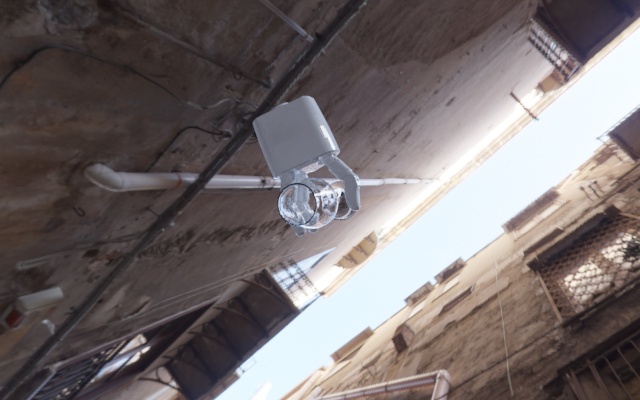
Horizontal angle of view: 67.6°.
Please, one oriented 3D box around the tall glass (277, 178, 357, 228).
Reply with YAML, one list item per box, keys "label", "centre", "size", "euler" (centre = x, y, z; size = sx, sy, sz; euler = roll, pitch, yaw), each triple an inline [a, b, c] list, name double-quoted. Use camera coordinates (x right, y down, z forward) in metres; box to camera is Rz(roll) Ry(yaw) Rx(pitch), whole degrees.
- label: "tall glass"
  centre: [0.000, 0.003, 0.773]
  size: [0.079, 0.079, 0.201]
  euler: [0, 2, 20]
